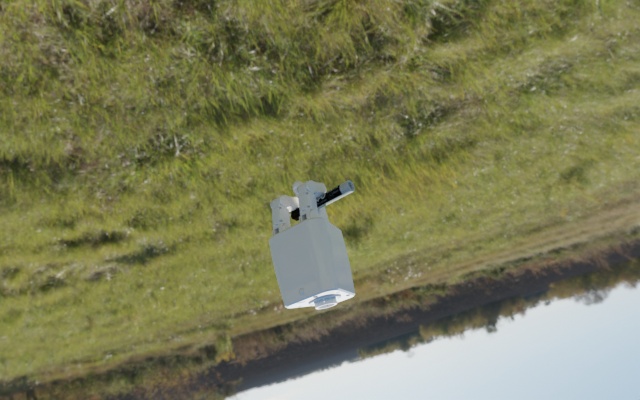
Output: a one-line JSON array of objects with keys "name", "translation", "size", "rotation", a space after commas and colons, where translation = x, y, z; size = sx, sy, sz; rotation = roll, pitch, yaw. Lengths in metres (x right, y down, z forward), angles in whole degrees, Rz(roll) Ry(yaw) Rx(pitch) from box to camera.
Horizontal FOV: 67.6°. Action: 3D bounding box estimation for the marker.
[{"name": "marker", "translation": [0.000, 0.002, 0.738], "size": [0.121, 0.020, 0.020], "rotation": [-28, -16, 31]}]
